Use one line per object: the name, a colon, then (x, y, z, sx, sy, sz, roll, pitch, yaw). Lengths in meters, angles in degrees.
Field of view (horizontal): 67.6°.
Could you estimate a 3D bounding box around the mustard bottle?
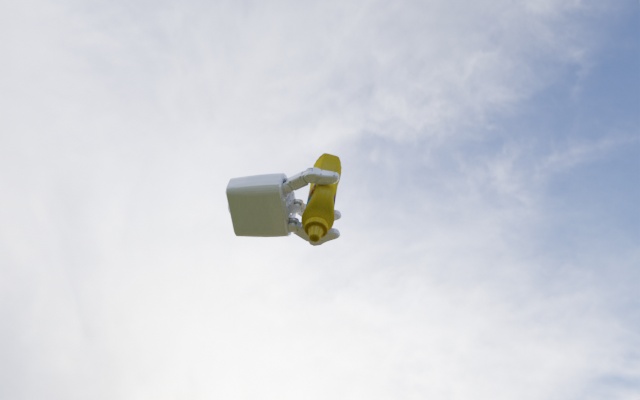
mustard bottle: (0.001, 0.003, 0.872, 0.058, 0.096, 0.191, 16, 40, -4)
